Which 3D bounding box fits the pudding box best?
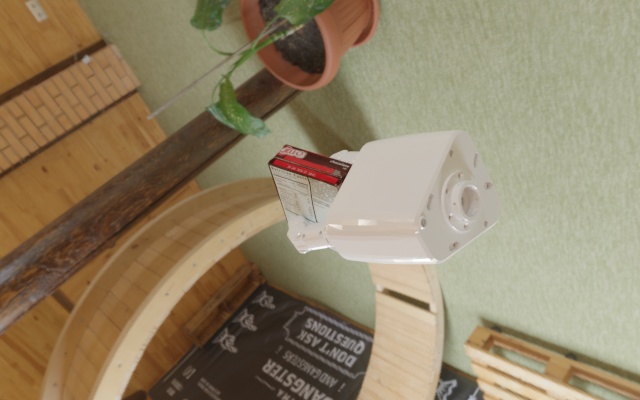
[{"bbox_3d":[0.000,0.002,0.506,0.090,0.114,0.039,21,52,31],"label":"pudding box"}]
